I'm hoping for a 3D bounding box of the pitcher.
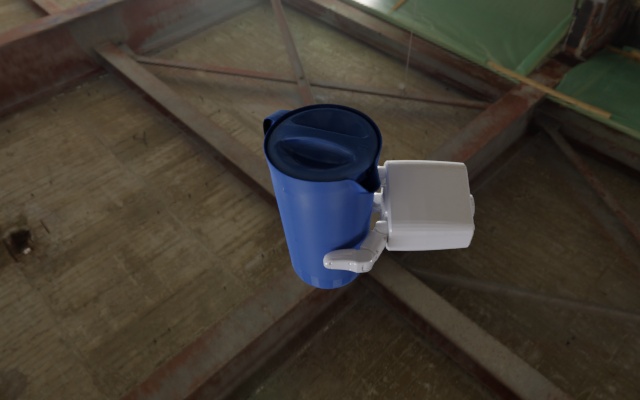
[{"bbox_3d":[0.000,0.002,0.623,0.145,0.149,0.243,0,-42,2],"label":"pitcher"}]
